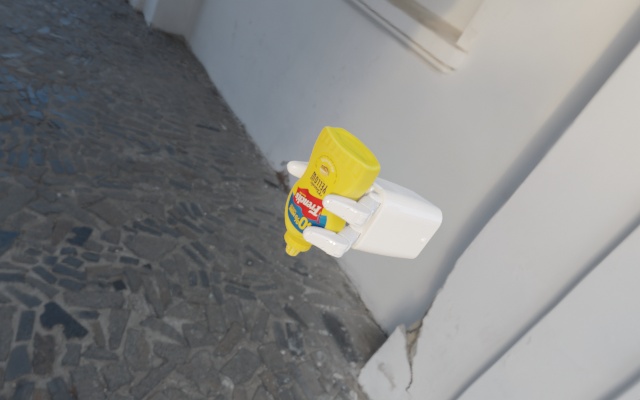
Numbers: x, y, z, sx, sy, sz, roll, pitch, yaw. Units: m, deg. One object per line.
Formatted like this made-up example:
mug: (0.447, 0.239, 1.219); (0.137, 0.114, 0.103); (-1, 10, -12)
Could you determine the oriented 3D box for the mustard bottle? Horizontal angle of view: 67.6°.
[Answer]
mustard bottle: (0.000, 0.002, 0.651); (0.058, 0.192, 0.096); (-4, 43, -46)
